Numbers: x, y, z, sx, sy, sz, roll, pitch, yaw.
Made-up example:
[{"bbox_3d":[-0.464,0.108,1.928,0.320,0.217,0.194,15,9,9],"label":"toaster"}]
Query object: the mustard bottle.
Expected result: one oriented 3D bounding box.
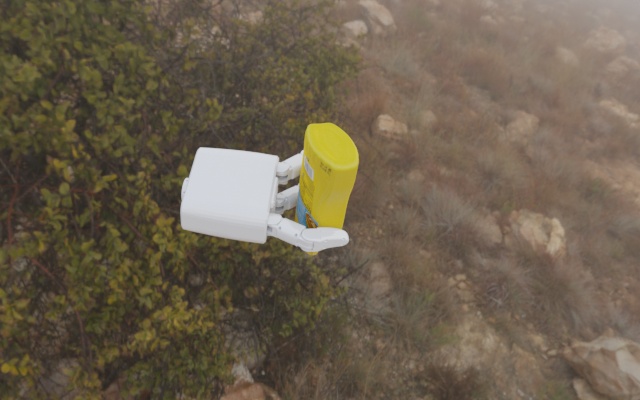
[{"bbox_3d":[0.000,0.002,0.626,0.058,0.192,0.096,-8,44,-21],"label":"mustard bottle"}]
